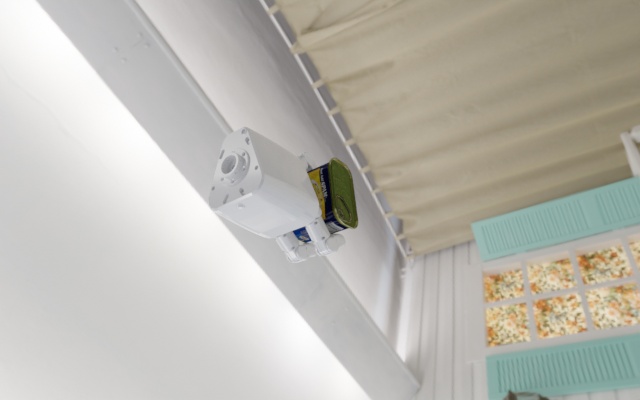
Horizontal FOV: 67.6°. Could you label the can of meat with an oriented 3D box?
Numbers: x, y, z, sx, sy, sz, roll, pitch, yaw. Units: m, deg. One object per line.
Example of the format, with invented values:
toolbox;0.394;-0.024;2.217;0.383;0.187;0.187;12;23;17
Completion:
can of meat;0.000;0.002;0.679;0.084;0.102;0.057;-21;-30;29
